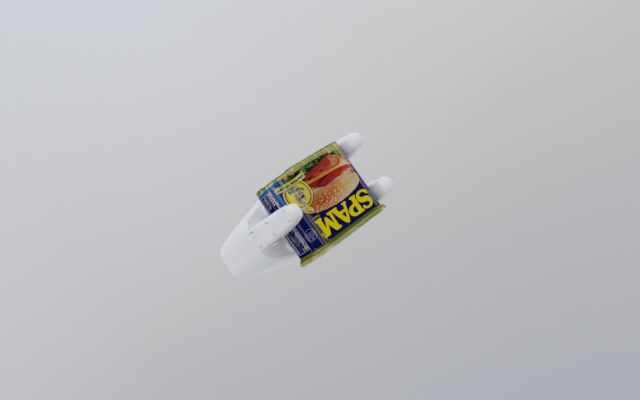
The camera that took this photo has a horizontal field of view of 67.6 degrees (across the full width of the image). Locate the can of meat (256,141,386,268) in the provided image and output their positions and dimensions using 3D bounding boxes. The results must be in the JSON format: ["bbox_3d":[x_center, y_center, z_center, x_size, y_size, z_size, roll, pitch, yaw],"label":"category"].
[{"bbox_3d":[0.000,0.001,0.468,0.102,0.084,0.057,-34,-3,-32],"label":"can of meat"}]
